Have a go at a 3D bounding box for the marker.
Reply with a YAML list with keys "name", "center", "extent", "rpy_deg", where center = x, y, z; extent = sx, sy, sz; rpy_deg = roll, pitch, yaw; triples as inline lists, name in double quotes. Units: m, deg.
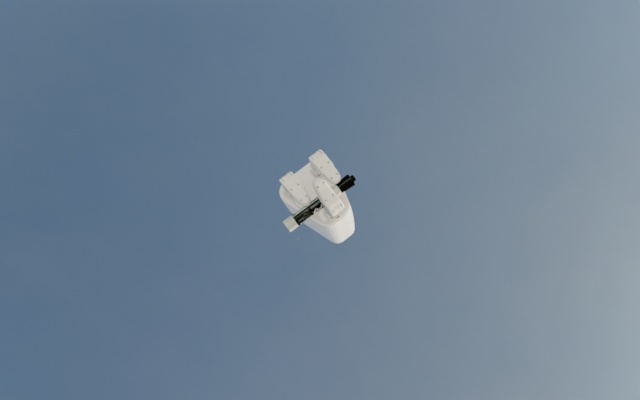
- name: "marker"
  center: [0.000, 0.002, 0.683]
  extent: [0.121, 0.020, 0.020]
  rpy_deg: [-36, 4, -5]
